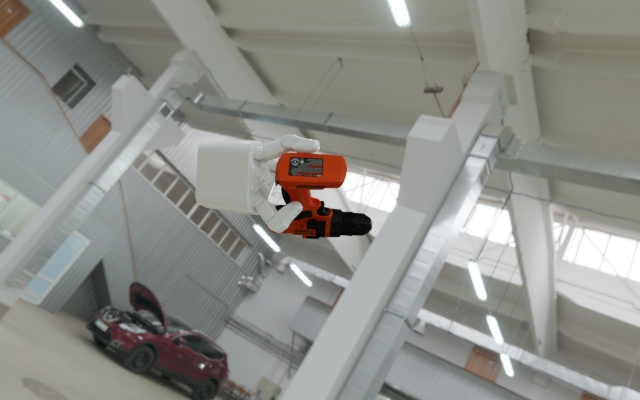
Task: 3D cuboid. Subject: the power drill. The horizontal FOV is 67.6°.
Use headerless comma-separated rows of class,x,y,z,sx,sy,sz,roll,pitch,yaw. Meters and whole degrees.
power drill,0.000,0.002,0.776,0.184,0.057,0.188,2,-34,-1
